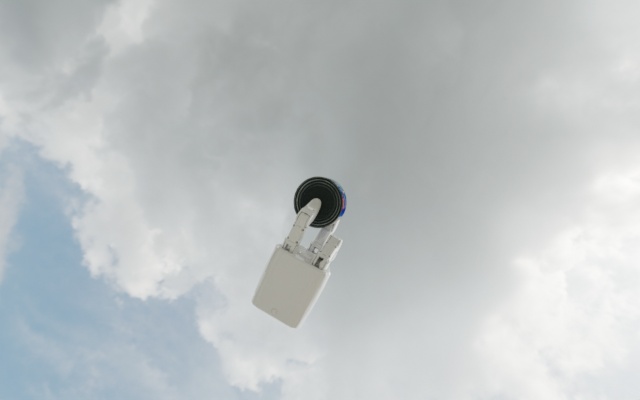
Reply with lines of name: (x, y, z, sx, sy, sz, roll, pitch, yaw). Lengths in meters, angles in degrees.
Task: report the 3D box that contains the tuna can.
tuna can: (0.000, 0.003, 0.804, 0.086, 0.086, 0.034, 0, 2, 17)
